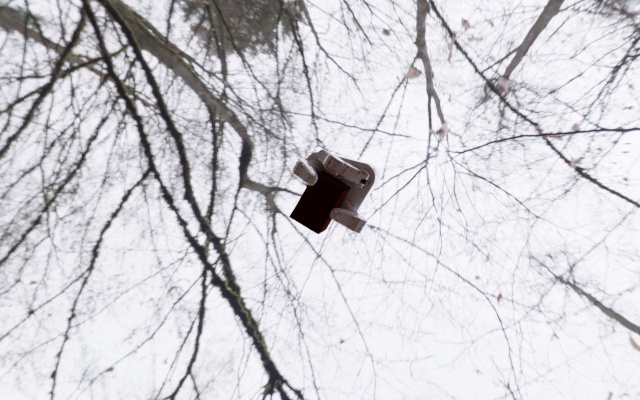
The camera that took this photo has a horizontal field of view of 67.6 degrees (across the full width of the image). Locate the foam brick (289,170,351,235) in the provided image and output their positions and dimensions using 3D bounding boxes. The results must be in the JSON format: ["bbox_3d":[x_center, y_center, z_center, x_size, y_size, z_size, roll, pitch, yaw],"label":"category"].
[{"bbox_3d":[0.000,0.002,0.700,0.053,0.078,0.051,33,12,9],"label":"foam brick"}]
